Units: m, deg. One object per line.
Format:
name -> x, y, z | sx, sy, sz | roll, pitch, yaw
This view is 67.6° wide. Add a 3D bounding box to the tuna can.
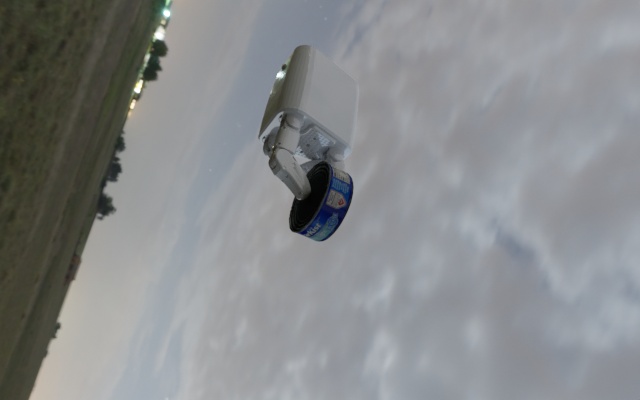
tuna can -> 0.001, 0.002, 0.532 | 0.034, 0.086, 0.086 | 25, -10, -21
